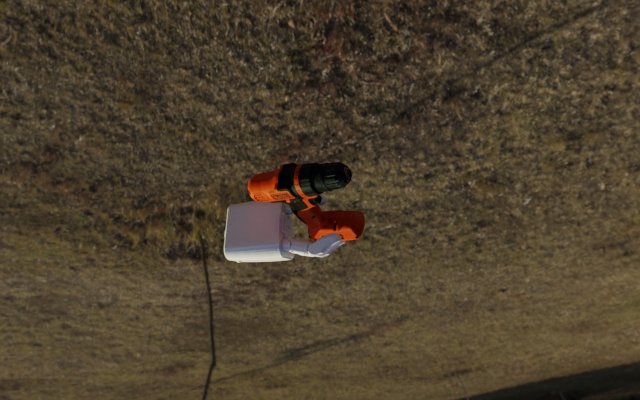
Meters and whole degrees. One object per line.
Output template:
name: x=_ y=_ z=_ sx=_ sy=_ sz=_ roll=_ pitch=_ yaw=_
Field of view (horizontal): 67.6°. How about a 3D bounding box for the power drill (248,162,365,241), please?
power drill: x=0.000 y=0.003 z=0.790 sx=0.184 sy=0.057 sz=0.188 roll=-5 pitch=-33 yaw=33
